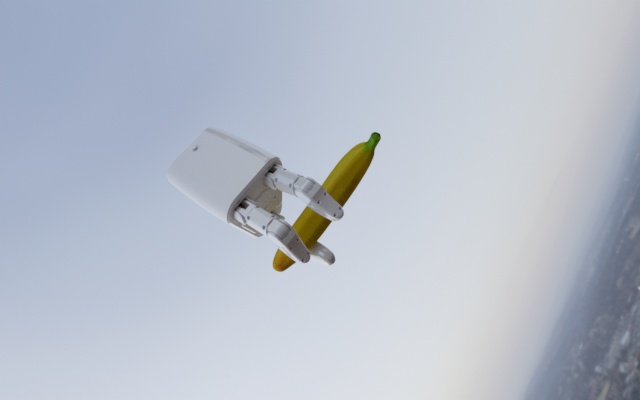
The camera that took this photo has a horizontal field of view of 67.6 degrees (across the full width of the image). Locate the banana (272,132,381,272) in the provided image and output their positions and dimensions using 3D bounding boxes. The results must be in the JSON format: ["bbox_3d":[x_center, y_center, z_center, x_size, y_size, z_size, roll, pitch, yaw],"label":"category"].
[{"bbox_3d":[0.006,0.001,0.577,0.037,0.198,0.069,36,3,14],"label":"banana"}]
